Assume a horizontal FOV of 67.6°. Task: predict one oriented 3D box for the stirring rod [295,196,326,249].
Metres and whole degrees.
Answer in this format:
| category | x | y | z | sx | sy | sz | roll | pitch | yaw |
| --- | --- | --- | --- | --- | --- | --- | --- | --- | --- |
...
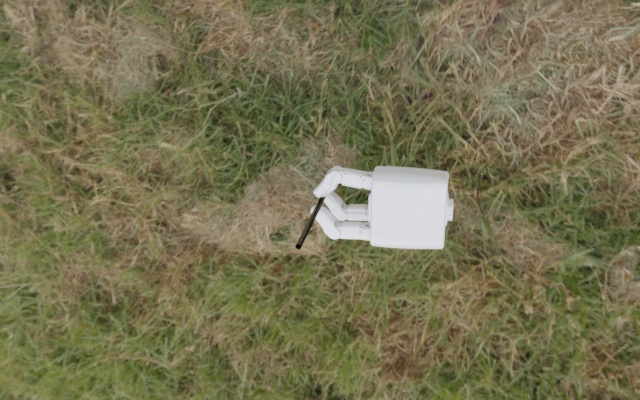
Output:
| category | x | y | z | sx | sy | sz | roll | pitch | yaw |
| --- | --- | --- | --- | --- | --- | --- | --- | --- | --- |
| stirring rod | 0.000 | 0.002 | 0.716 | 0.011 | 0.011 | 0.239 | 0 | 28 | 16 |
